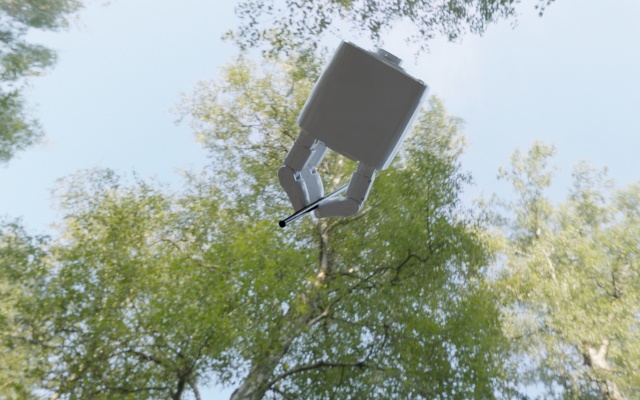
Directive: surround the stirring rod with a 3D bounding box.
[{"bbox_3d":[0.000,0.002,0.589,0.011,0.011,0.239,0,10,19],"label":"stirring rod"}]
